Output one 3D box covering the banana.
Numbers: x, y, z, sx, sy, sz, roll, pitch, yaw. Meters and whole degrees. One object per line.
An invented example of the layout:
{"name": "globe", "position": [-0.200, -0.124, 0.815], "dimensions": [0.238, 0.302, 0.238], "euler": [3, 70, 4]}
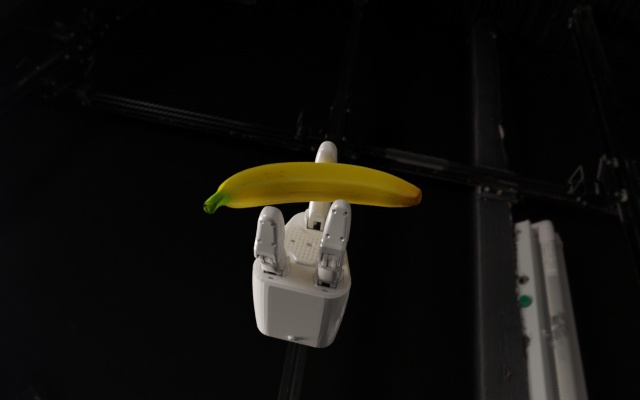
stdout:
{"name": "banana", "position": [-0.007, -0.009, 0.445], "dimensions": [0.198, 0.037, 0.069], "euler": [-4, 38, -13]}
